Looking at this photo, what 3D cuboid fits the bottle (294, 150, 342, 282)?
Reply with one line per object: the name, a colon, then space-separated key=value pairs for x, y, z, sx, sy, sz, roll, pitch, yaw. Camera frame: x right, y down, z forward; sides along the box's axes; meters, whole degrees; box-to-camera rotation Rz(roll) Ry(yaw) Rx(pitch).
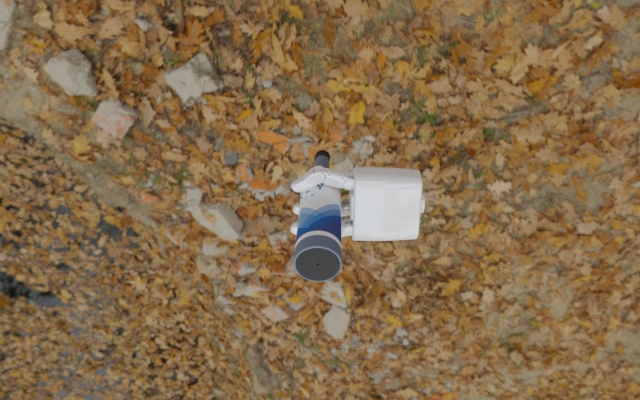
bottle: x=0.000 y=0.003 z=0.773 sx=0.069 sy=0.069 sz=0.295 roll=0 pitch=36 yaw=2
